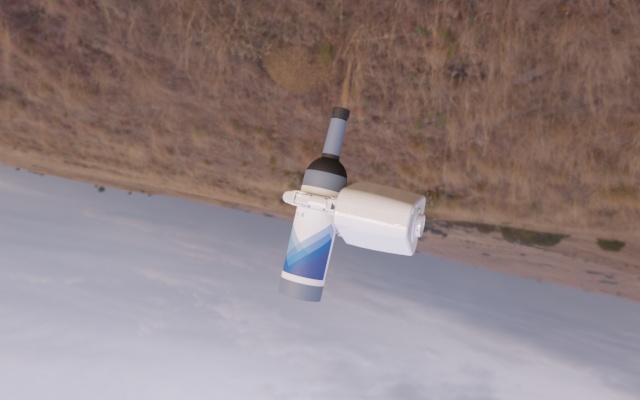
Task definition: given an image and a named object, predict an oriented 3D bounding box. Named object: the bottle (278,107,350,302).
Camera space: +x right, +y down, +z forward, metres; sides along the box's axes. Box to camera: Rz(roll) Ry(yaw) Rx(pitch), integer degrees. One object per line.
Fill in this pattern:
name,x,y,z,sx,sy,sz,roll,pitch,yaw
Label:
bottle,0.000,0.003,0.732,0.069,0.295,0.069,13,-2,1
